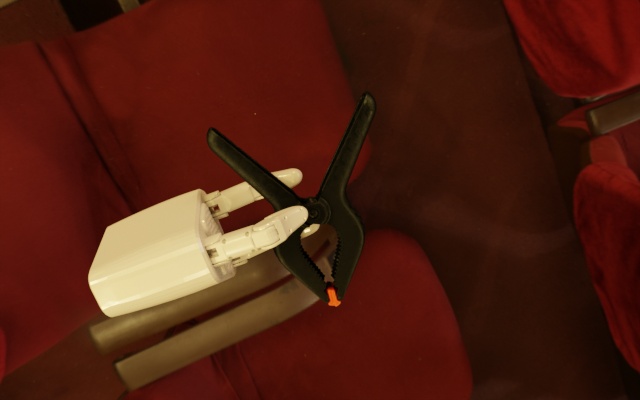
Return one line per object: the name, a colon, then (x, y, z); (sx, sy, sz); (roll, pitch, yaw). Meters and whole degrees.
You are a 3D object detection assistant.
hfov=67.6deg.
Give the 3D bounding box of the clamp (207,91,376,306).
clamp: (0.000, 0.002, 0.474); (0.164, 0.210, 0.036); (-20, 12, 2)
